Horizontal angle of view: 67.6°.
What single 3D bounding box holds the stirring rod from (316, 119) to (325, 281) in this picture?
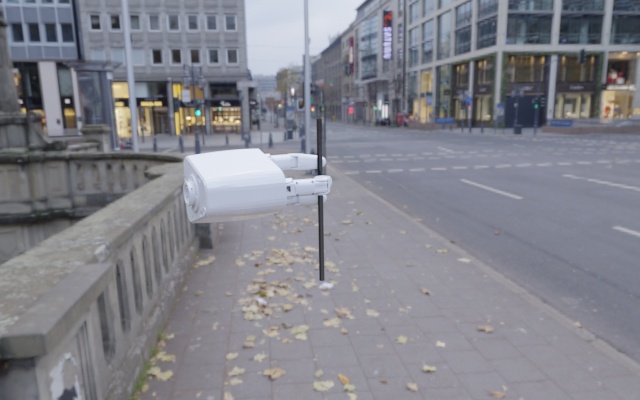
[{"bbox_3d":[0.000,0.002,0.699,0.011,0.239,0.011,-1,11,0],"label":"stirring rod"}]
